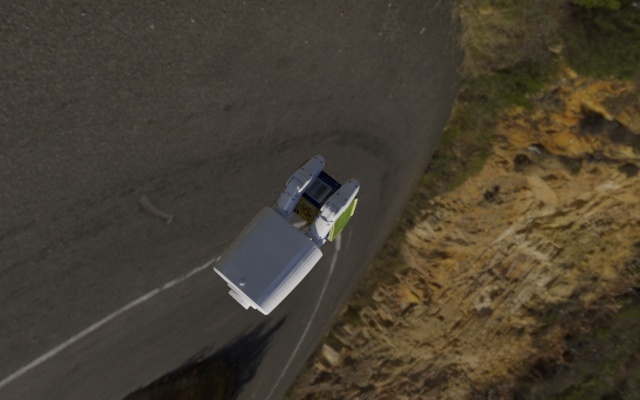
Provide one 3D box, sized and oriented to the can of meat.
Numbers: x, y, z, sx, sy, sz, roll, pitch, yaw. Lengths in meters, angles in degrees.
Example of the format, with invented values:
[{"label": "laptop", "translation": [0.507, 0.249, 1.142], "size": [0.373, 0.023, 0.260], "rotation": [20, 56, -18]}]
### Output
[{"label": "can of meat", "translation": [0.000, 0.002, 0.659], "size": [0.084, 0.057, 0.102], "rotation": [38, -18, 12]}]
